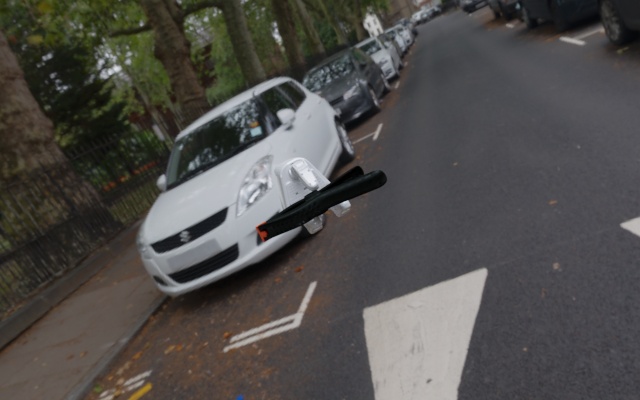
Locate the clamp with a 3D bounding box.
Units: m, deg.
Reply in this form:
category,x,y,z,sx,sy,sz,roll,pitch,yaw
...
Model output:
category,x,y,z,sx,sy,sz,roll,pitch,yaw
clamp,-0.001,0.002,0.734,0.210,0.036,0.164,-30,8,-10
